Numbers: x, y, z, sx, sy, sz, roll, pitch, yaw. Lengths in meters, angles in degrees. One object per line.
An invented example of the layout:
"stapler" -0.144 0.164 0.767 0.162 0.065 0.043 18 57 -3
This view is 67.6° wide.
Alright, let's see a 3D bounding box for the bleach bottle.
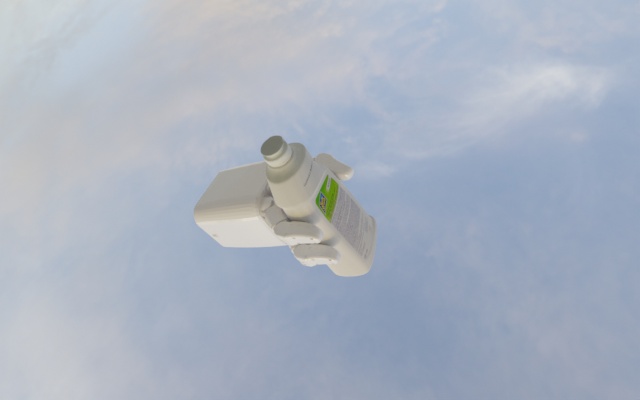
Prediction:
"bleach bottle" 0.000 0.002 0.609 0.068 0.102 0.251 -7 -36 25
